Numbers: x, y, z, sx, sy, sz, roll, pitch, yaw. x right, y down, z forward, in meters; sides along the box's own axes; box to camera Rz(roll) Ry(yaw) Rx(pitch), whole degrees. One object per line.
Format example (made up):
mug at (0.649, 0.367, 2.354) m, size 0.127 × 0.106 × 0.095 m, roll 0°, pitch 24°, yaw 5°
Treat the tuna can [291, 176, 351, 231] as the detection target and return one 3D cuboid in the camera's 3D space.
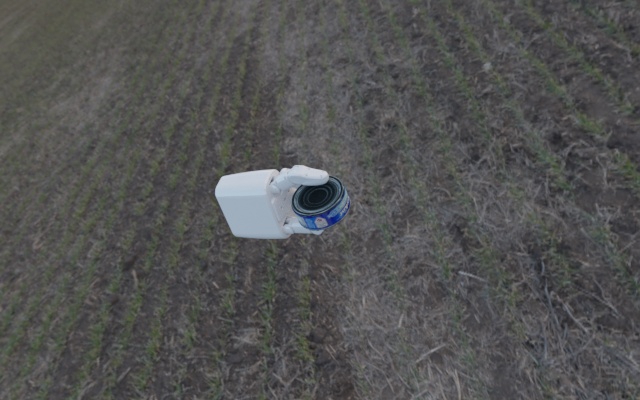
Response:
tuna can at (0.000, 0.002, 0.715) m, size 0.086 × 0.086 × 0.034 m, roll 0°, pitch -43°, yaw 27°
